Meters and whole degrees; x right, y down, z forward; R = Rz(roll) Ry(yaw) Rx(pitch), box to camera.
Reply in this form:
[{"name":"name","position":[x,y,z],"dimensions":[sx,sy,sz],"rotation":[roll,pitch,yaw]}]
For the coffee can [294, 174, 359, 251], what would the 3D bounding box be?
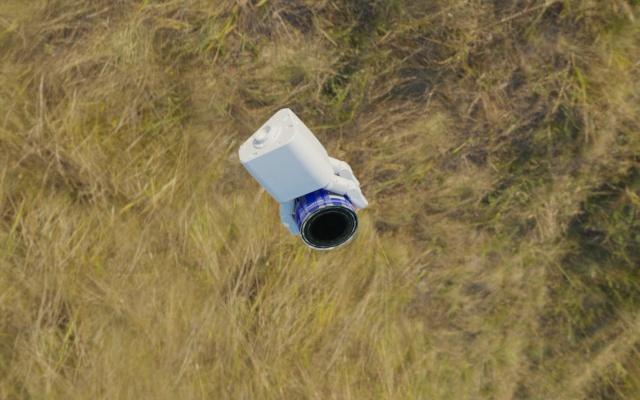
[{"name":"coffee can","position":[0.000,0.003,0.841],"dimensions":[0.103,0.103,0.140],"rotation":[0,39,-16]}]
